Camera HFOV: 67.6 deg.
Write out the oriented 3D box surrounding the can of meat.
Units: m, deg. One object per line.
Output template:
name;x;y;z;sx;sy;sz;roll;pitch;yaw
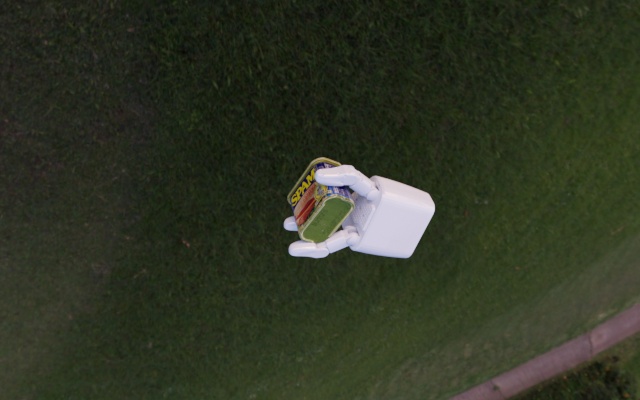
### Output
can of meat;0.000;0.002;0.715;0.057;0.084;0.102;17;-54;-31
